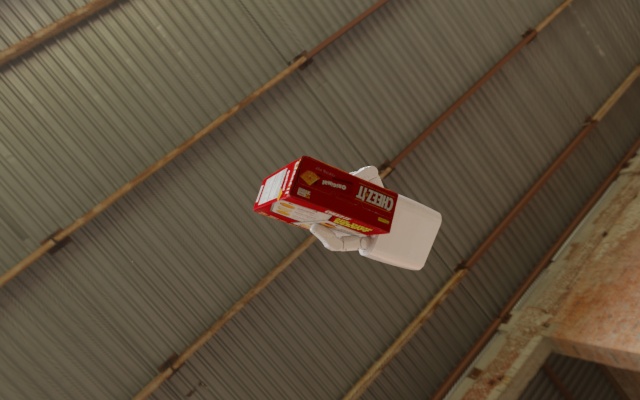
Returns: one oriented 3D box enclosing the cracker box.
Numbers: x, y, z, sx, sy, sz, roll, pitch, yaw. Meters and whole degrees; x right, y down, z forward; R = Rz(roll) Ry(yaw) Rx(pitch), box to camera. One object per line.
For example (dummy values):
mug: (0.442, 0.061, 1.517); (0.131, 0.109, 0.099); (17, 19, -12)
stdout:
cracker box: (0.000, 0.003, 0.773); (0.164, 0.072, 0.214); (20, -14, -18)
